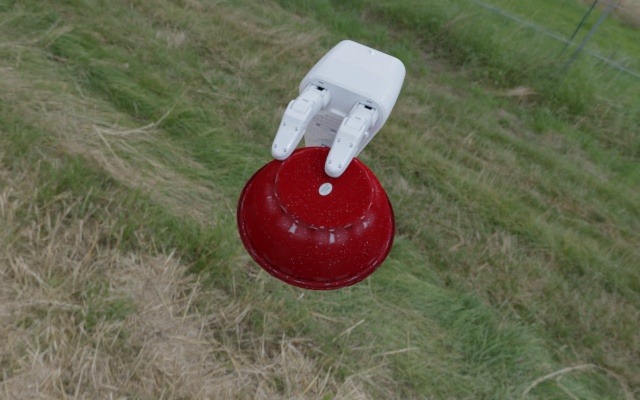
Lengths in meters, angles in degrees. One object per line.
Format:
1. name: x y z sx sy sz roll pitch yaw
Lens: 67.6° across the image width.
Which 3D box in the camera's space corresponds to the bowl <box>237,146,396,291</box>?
1. bowl: 0.000 0.002 0.460 0.162 0.162 0.055 0 -32 -9
